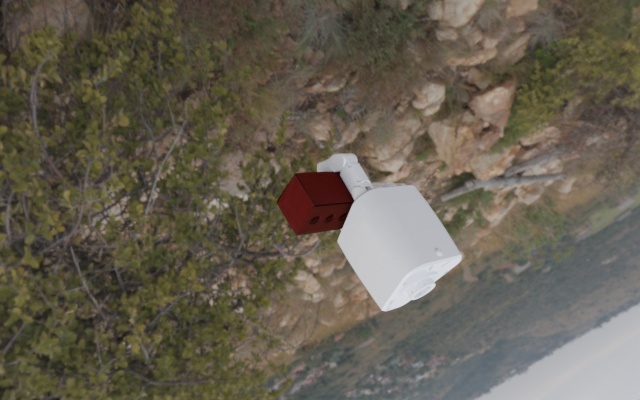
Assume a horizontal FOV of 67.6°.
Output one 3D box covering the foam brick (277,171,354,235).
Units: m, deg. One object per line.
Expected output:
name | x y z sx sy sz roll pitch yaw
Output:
foam brick | 0.000 0.002 0.561 0.078 0.051 0.053 -6 -36 -39
